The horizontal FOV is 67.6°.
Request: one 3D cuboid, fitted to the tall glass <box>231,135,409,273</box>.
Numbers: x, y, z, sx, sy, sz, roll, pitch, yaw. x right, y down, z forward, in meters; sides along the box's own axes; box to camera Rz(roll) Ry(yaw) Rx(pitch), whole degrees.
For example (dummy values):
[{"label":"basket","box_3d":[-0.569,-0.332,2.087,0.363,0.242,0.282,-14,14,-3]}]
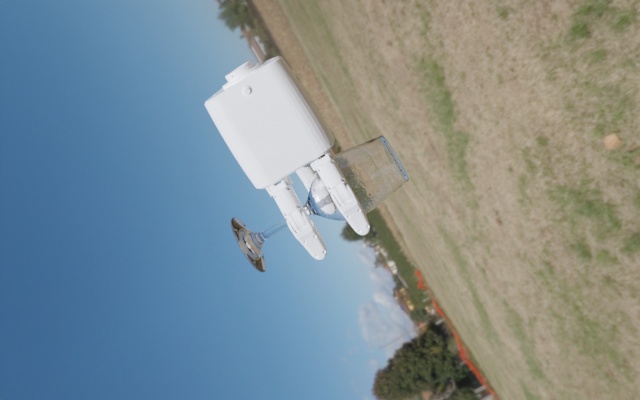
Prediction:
[{"label":"tall glass","box_3d":[0.000,0.002,0.555,0.201,0.079,0.079,-30,-3,5]}]
